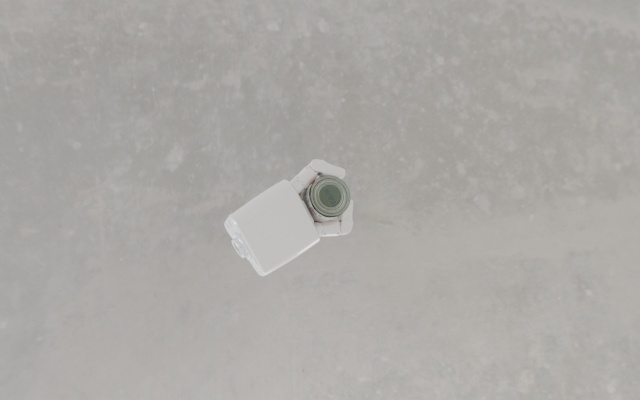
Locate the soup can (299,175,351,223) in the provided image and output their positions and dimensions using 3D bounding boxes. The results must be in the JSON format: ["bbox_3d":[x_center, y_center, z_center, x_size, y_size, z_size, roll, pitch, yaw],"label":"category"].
[{"bbox_3d":[0.001,0.002,0.772,0.068,0.068,0.102,0,-11,-18],"label":"soup can"}]
